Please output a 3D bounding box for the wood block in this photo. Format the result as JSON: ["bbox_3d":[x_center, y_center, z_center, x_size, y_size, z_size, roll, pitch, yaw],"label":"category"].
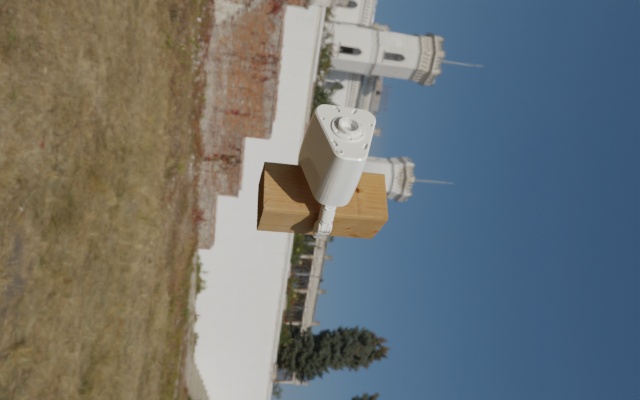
[{"bbox_3d":[0.000,0.003,0.811,0.206,0.090,0.090,5,-27,-13],"label":"wood block"}]
